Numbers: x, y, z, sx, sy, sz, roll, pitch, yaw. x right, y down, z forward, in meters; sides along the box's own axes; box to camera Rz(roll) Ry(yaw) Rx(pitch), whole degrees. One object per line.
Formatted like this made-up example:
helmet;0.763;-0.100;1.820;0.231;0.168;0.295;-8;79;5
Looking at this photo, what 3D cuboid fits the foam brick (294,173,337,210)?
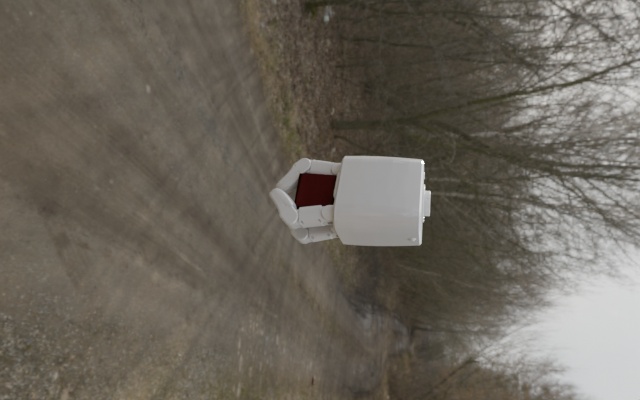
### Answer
foam brick;0.000;0.002;0.656;0.051;0.053;0.078;4;-19;14
